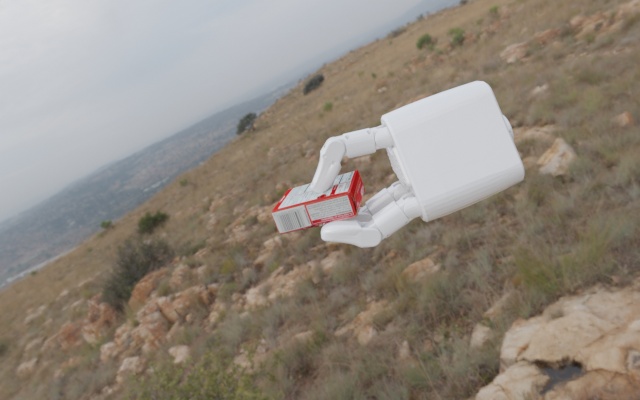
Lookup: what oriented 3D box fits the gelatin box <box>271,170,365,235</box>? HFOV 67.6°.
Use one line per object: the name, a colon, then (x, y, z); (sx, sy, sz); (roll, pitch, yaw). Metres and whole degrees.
gelatin box: (0.000, 0.001, 0.514); (0.089, 0.030, 0.073); (-14, 17, 16)
